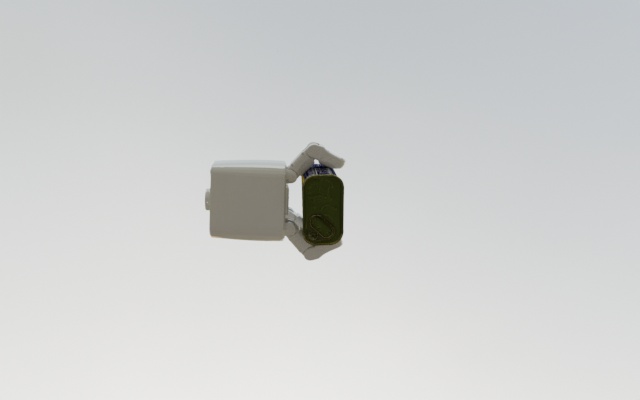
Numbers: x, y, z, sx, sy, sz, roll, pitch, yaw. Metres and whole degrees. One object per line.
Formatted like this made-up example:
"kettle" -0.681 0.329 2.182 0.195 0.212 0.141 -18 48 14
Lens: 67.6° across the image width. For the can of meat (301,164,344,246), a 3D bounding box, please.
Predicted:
"can of meat" 0.000 0.002 0.690 0.057 0.102 0.084 -2 17 -5
